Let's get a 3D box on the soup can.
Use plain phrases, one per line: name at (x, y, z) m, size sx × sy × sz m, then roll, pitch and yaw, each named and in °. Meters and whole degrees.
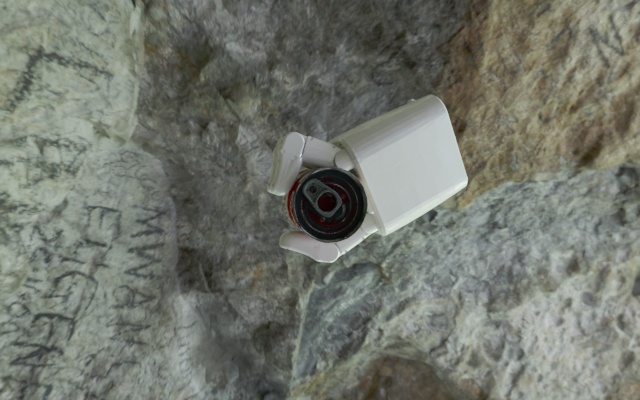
soup can at (0.000, 0.002, 0.472) m, size 0.068 × 0.068 × 0.102 m, roll 0°, pitch 3°, yaw -11°
